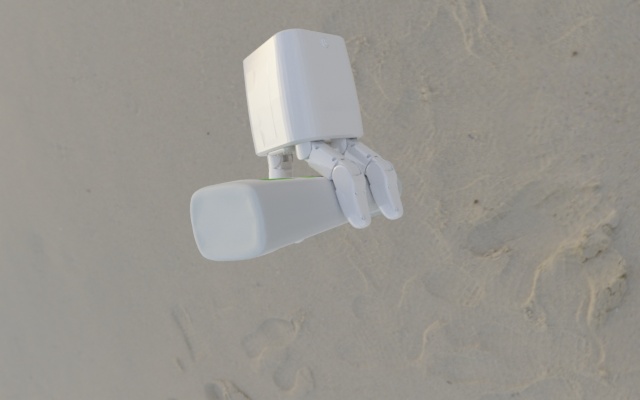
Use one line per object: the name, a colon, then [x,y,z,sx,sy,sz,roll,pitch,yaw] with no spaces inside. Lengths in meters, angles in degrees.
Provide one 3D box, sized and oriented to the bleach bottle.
bleach bottle: [0.000,0.002,0.495,0.102,0.068,0.251,-7,3,41]
